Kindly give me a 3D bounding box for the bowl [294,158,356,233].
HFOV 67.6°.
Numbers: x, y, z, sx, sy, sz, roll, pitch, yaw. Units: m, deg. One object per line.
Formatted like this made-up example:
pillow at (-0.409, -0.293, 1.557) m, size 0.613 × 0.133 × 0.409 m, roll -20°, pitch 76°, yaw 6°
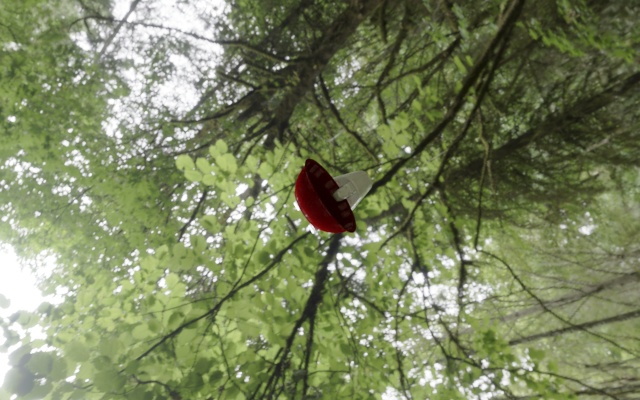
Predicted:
bowl at (-0.001, 0.003, 0.893) m, size 0.055 × 0.162 × 0.162 m, roll -33°, pitch -10°, yaw 16°
